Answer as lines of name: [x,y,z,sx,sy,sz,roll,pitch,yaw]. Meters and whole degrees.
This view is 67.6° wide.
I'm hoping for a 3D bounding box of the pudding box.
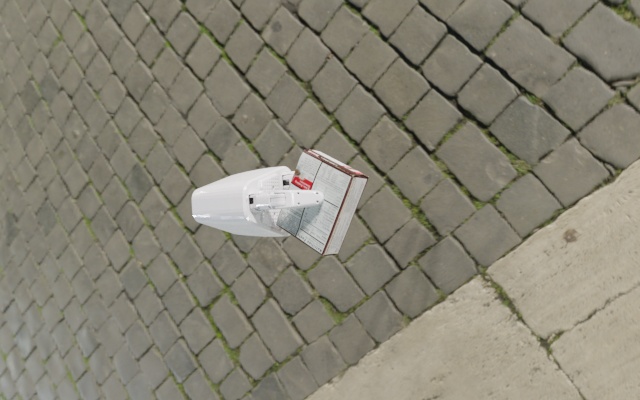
pudding box: [0.000,0.002,0.611,0.090,0.113,0.039,30,19,33]
